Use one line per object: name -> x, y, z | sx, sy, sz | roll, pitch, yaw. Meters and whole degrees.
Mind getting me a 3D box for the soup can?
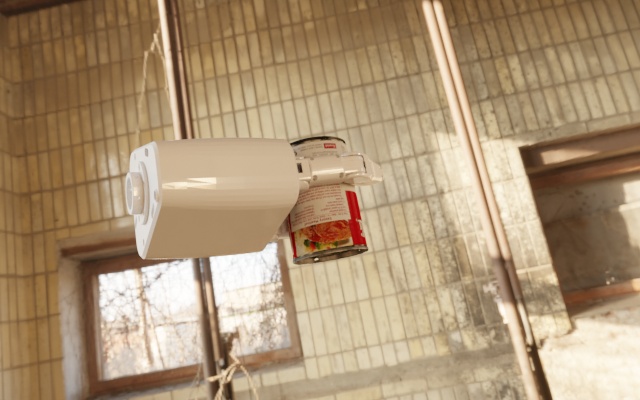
soup can -> 0.000, 0.001, 0.431 | 0.068, 0.102, 0.068 | -10, -13, -2
